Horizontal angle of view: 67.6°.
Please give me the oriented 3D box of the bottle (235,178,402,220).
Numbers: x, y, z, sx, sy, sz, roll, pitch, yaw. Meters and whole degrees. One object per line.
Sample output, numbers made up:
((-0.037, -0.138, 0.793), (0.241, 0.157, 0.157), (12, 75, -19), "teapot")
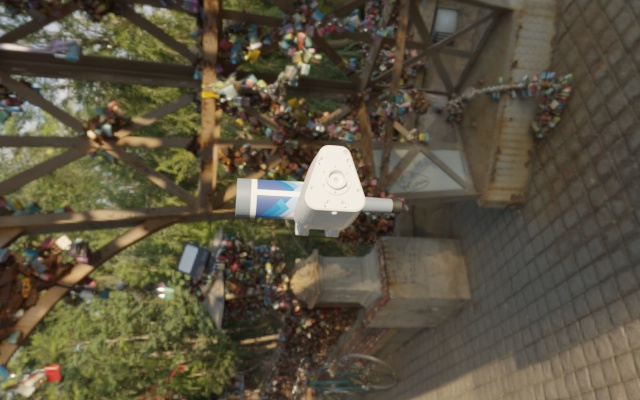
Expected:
((0.000, 0.003, 0.847), (0.296, 0.069, 0.069), (3, -1, -10), "bottle")
